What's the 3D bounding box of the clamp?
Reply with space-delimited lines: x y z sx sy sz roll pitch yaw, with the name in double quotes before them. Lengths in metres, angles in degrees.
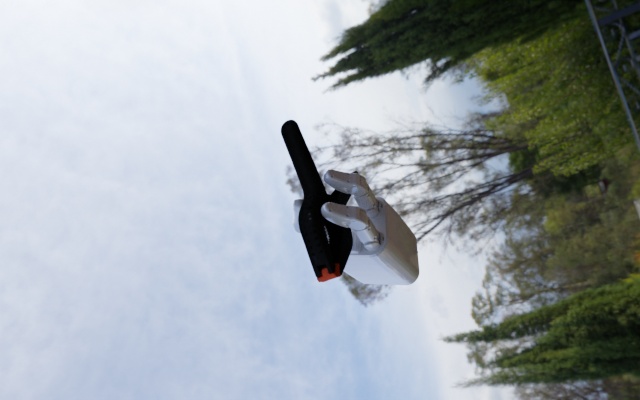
"clamp" 0.000 0.003 0.627 0.036 0.209 0.165 -25 -45 31
